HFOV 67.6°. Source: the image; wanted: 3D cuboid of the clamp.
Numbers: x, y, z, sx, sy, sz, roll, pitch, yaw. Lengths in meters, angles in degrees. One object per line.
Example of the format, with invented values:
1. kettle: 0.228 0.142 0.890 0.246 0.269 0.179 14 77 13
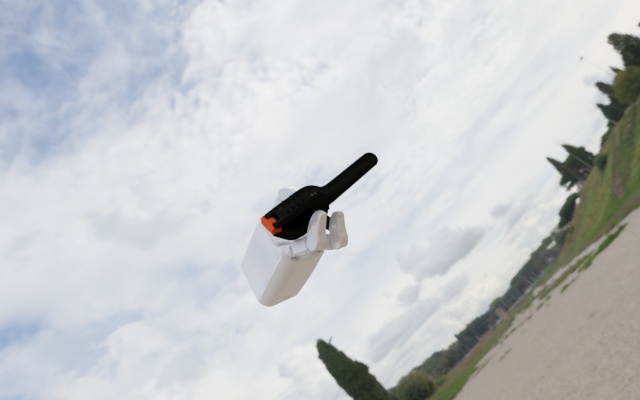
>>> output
1. clamp: -0.001 0.002 0.717 0.036 0.165 0.210 42 31 25
